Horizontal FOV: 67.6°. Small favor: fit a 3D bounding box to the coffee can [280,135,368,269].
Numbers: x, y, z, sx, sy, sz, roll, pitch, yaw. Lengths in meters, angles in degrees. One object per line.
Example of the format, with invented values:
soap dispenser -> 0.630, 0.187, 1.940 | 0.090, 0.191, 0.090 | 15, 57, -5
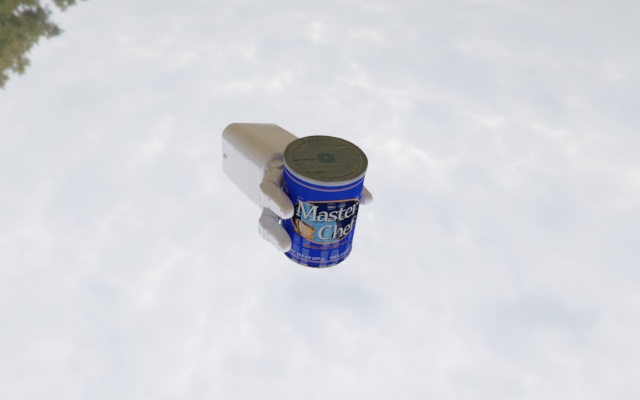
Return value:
coffee can -> 0.000, 0.002, 0.614 | 0.103, 0.140, 0.102 | 4, 38, -3
